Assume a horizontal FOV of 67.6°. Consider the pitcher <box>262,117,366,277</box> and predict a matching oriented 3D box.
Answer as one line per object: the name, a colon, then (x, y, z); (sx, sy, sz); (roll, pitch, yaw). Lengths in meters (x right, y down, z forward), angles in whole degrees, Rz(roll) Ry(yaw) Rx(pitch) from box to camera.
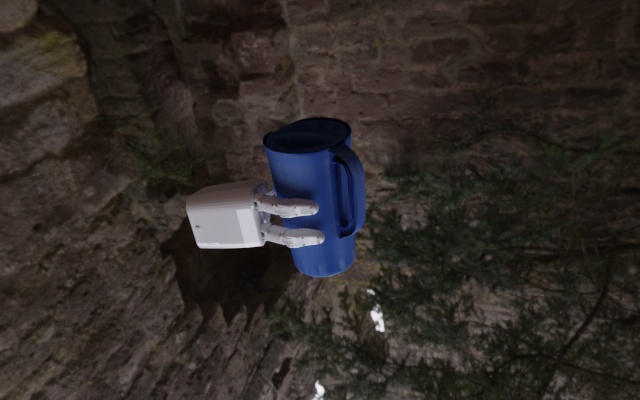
pitcher: (0.000, 0.002, 0.757); (0.145, 0.243, 0.149); (-5, 30, 5)
